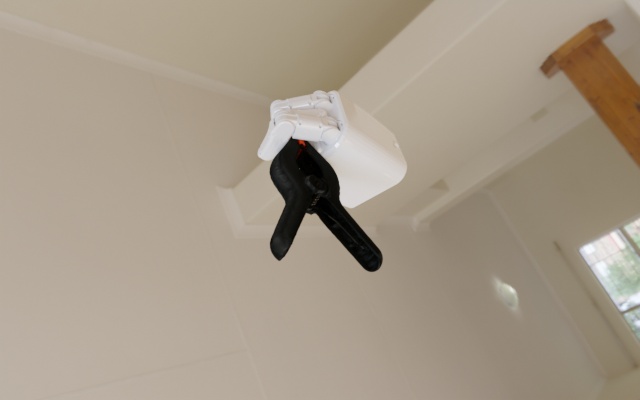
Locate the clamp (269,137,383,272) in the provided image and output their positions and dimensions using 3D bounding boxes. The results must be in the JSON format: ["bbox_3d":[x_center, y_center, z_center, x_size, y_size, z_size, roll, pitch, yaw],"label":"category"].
[{"bbox_3d":[0.000,0.002,0.483,0.120,0.171,0.039,24,-51,-31],"label":"clamp"}]
